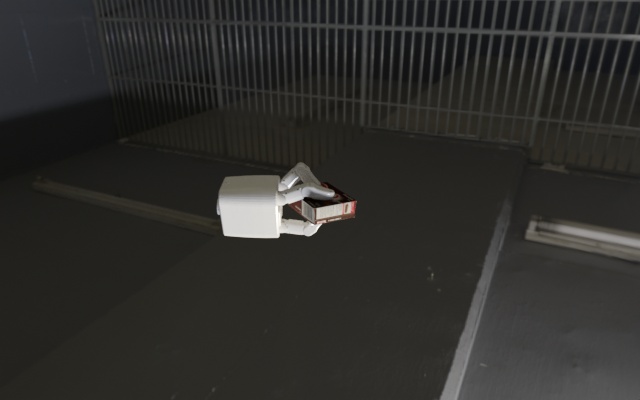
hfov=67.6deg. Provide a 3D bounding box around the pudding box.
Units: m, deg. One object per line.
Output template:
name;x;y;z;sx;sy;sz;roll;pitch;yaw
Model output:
pudding box;0.000;0.003;0.898;0.090;0.039;0.113;-11;28;-27
